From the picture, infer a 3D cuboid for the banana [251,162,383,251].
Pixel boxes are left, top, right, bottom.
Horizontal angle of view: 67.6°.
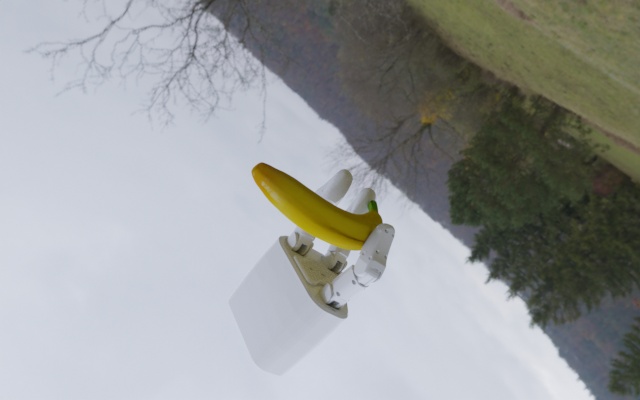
[{"bbox_3d":[0.011,0.015,0.474,0.037,0.069,0.198,-47,-35,19],"label":"banana"}]
